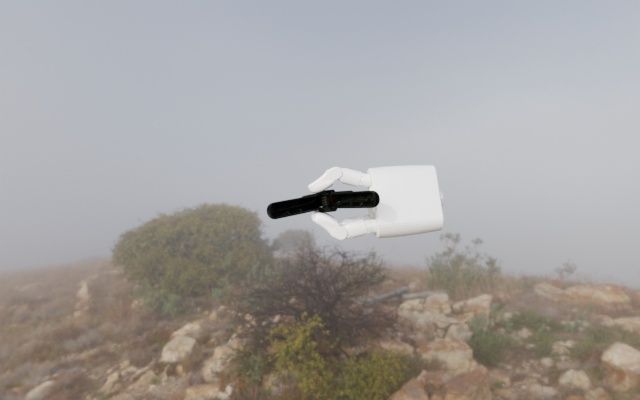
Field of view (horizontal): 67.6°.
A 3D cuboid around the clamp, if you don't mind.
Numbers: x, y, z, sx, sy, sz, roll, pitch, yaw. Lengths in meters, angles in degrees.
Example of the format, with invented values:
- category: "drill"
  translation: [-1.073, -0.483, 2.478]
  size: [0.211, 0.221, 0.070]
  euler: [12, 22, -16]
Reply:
- category: "clamp"
  translation: [0.000, 0.002, 0.776]
  size: [0.164, 0.036, 0.210]
  euler: [-6, 3, -2]
